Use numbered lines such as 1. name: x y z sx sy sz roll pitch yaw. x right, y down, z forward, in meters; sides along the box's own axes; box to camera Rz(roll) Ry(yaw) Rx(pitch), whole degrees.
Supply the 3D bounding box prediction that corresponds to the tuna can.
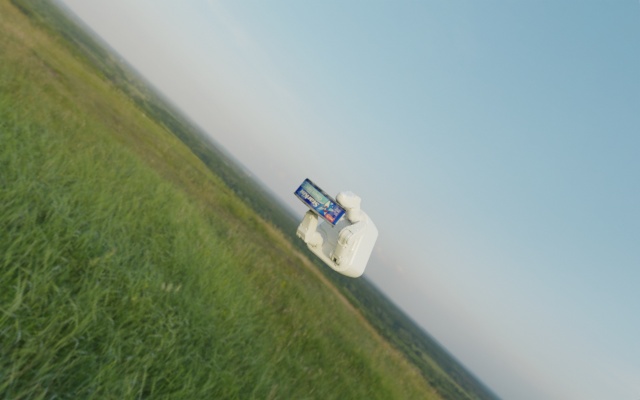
1. tuna can: 0.000 0.002 0.759 0.086 0.034 0.086 40 2 -2
